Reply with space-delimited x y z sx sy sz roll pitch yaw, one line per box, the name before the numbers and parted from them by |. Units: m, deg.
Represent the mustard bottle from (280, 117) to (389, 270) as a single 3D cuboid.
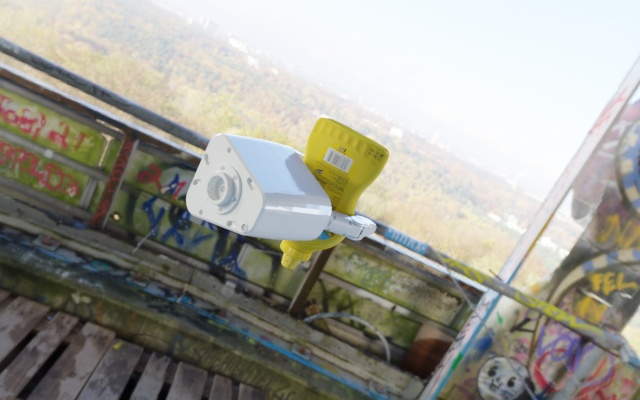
mustard bottle | 0.000 0.002 0.589 0.096 0.192 0.058 30 14 9
